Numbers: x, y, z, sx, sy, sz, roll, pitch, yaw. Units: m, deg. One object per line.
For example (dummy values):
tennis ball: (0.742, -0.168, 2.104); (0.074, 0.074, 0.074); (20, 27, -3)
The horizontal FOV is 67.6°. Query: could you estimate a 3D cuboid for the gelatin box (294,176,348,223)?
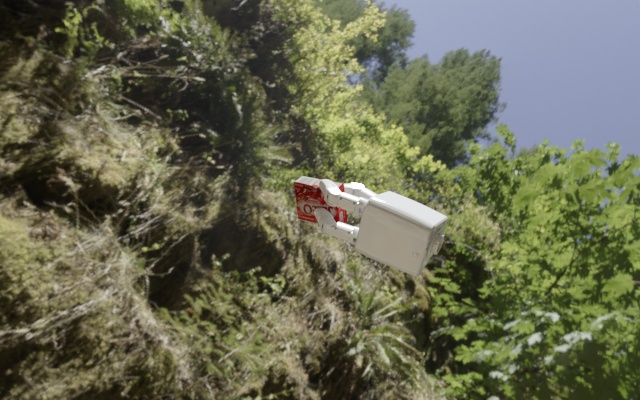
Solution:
gelatin box: (0.000, 0.002, 0.815); (0.089, 0.073, 0.030); (12, 31, 31)
